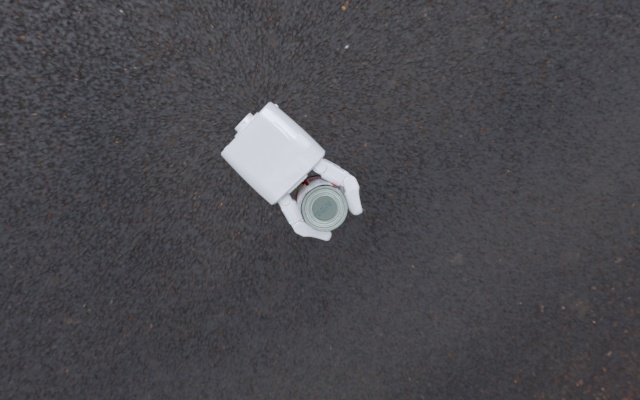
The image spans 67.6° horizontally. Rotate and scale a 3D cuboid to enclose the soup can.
[{"bbox_3d":[0.000,0.003,0.705,0.068,0.068,0.102,0,10,-7],"label":"soup can"}]
